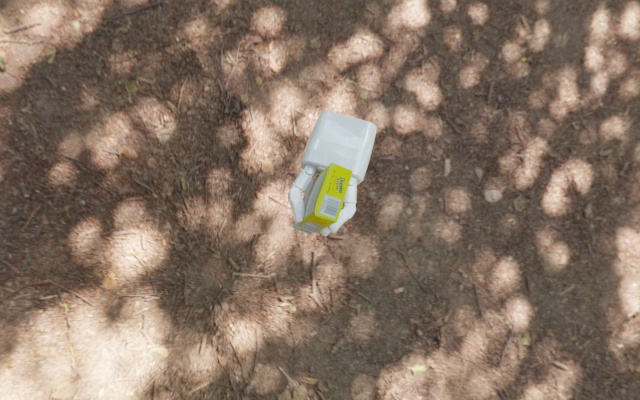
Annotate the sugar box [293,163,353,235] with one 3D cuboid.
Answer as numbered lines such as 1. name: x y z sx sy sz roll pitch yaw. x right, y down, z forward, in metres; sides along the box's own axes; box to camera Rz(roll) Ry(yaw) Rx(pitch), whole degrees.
1. sugar box: 0.001 0.003 0.841 0.048 0.093 0.176 21 -14 -7
